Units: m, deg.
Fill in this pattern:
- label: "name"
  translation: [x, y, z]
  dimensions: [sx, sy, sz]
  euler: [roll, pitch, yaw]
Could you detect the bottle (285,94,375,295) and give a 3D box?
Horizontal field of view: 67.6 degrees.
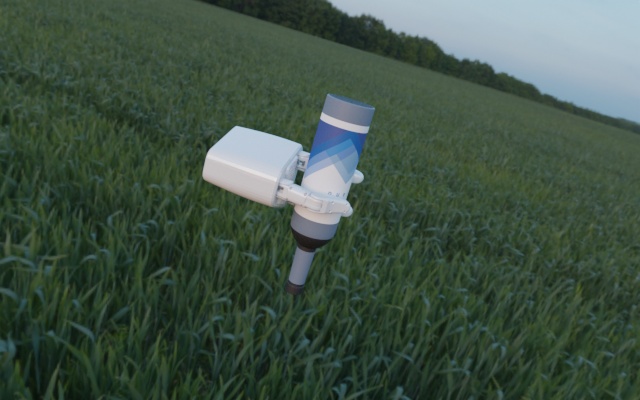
- label: "bottle"
  translation: [0.000, 0.002, 0.678]
  dimensions: [0.069, 0.296, 0.069]
  euler: [15, 18, -5]
